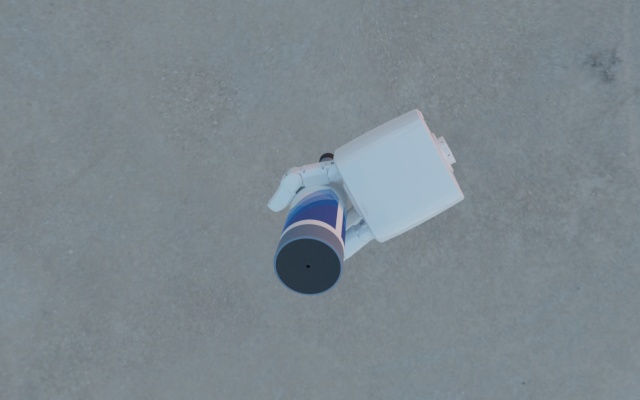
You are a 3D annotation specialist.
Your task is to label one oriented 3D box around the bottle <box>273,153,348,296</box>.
[{"bbox_3d":[0.000,0.002,0.583,0.069,0.069,0.295,0,24,5],"label":"bottle"}]
